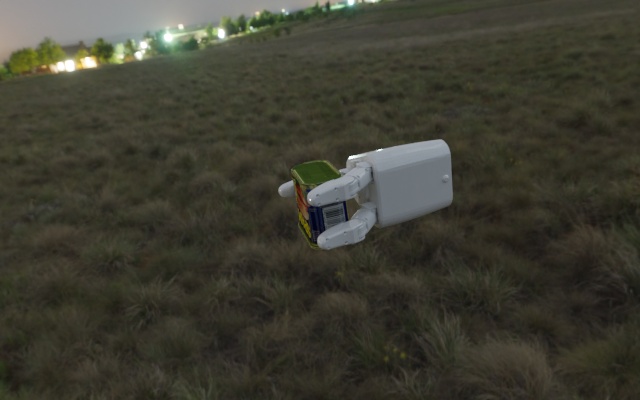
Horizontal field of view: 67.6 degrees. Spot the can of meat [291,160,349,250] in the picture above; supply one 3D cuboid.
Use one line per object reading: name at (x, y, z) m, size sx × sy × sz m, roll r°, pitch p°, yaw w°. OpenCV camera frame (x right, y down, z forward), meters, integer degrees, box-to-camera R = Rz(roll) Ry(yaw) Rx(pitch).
can of meat at (0.000, 0.002, 0.604) m, size 0.057 × 0.084 × 0.102 m, roll -13°, pitch 22°, yaw -11°
